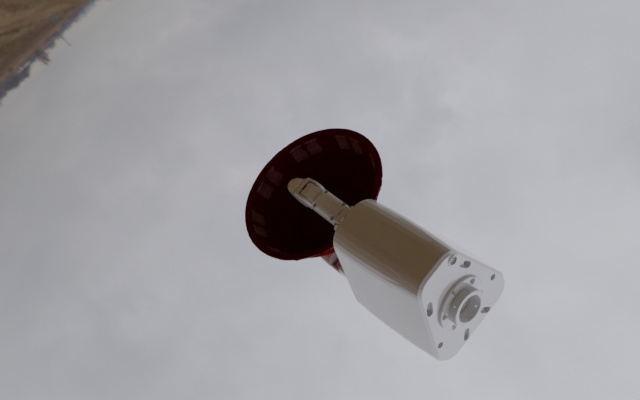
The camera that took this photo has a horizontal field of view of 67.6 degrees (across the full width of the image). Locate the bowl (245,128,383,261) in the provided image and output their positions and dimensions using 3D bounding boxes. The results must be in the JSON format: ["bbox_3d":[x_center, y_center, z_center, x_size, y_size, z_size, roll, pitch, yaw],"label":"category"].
[{"bbox_3d":[0.000,0.001,0.516,0.162,0.162,0.055,0,-31,32],"label":"bowl"}]
